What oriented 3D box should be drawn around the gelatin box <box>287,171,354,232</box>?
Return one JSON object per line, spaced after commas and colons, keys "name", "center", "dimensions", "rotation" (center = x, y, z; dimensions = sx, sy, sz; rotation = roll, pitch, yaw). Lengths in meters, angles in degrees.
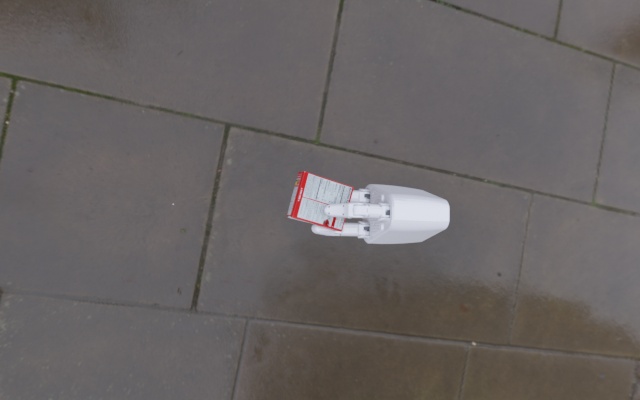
{"name": "gelatin box", "center": [0.000, 0.002, 0.736], "dimensions": [0.089, 0.073, 0.030], "rotation": [17, -6, -22]}
